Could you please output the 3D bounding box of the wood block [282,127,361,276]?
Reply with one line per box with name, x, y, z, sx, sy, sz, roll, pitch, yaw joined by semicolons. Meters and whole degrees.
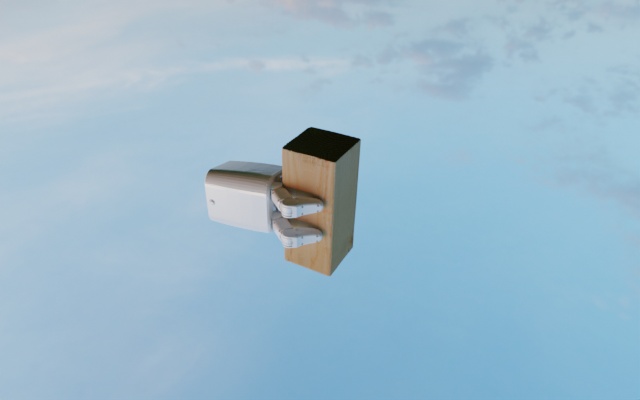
wood block;0.000;0.002;0.751;0.090;0.206;0.090;17;36;22
